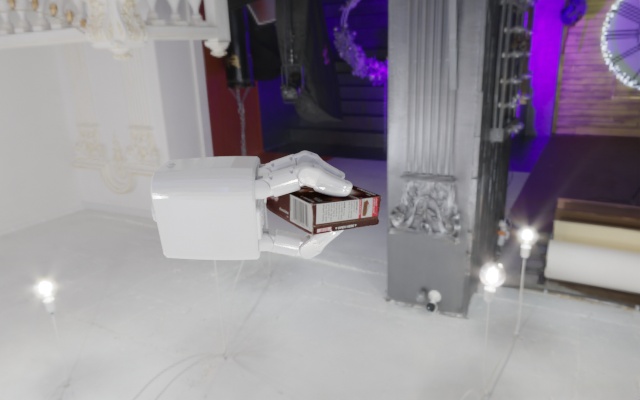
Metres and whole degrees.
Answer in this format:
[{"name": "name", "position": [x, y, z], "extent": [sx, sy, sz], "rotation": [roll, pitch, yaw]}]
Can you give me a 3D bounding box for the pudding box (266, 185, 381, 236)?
[{"name": "pudding box", "position": [0.000, 0.002, 0.548], "extent": [0.090, 0.039, 0.113], "rotation": [-8, 20, -30]}]
